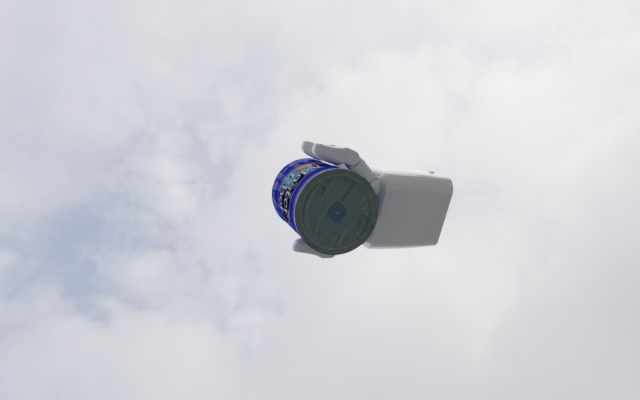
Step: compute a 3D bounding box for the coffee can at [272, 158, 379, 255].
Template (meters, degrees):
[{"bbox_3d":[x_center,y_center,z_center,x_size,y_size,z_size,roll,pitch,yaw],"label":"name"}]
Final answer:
[{"bbox_3d":[0.000,0.002,0.616,0.103,0.103,0.140,0,10,-17],"label":"coffee can"}]
